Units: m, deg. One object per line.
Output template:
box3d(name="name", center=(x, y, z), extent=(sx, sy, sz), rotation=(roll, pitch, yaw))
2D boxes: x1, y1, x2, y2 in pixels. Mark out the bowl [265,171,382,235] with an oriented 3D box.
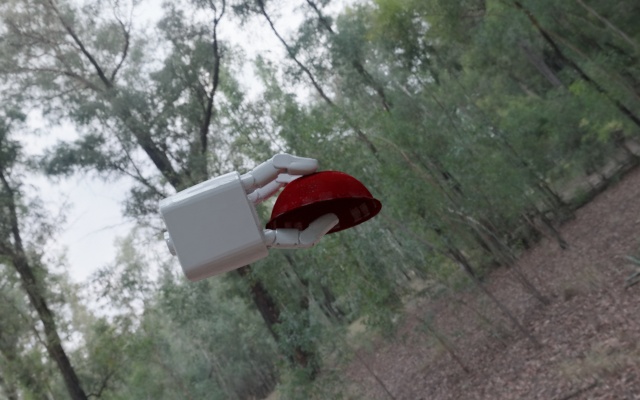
box3d(name="bowl", center=(0.001, 0.002, 0.657), extent=(0.162, 0.055, 0.162), rotation=(-10, -19, -3))
